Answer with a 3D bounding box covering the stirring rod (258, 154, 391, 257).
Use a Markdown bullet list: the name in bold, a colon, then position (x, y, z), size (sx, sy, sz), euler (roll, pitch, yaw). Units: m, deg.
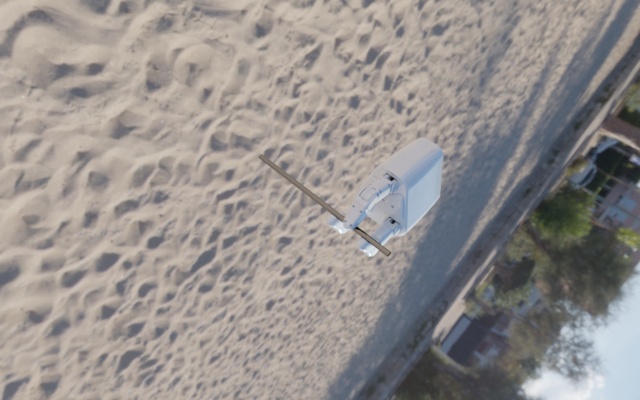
- **stirring rod**: position (0.000, 0.002, 0.663), size (0.239, 0.011, 0.011), euler (37, 16, 21)
